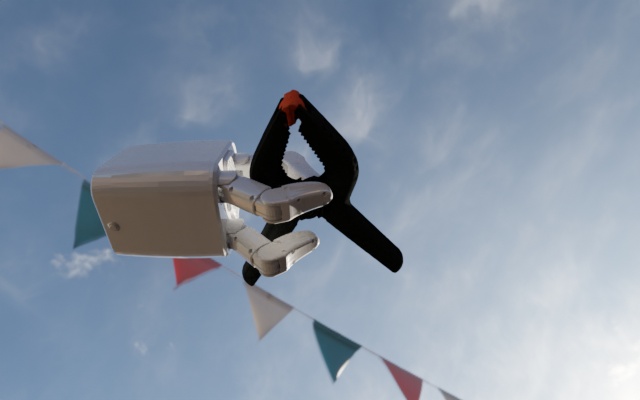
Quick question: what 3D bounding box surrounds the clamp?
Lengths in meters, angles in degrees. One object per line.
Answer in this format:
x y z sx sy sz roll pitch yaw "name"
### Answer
0.000 0.001 0.437 0.164 0.210 0.036 -1 38 0 "clamp"
